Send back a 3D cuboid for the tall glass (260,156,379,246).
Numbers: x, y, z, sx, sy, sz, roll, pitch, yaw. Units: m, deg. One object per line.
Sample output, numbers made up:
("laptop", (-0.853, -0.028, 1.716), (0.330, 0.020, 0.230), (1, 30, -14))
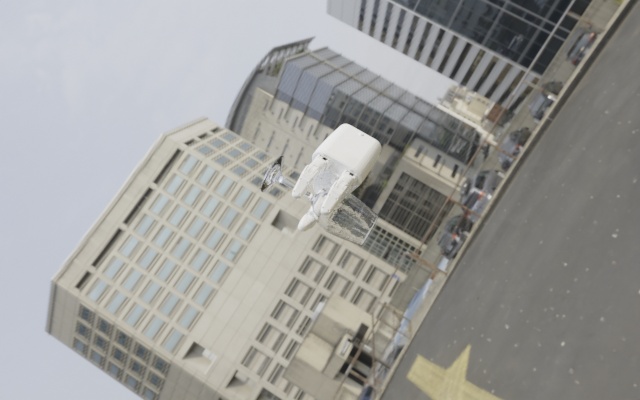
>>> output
("tall glass", (-0.001, 0.002, 0.829), (0.201, 0.079, 0.079), (31, 4, 8))
